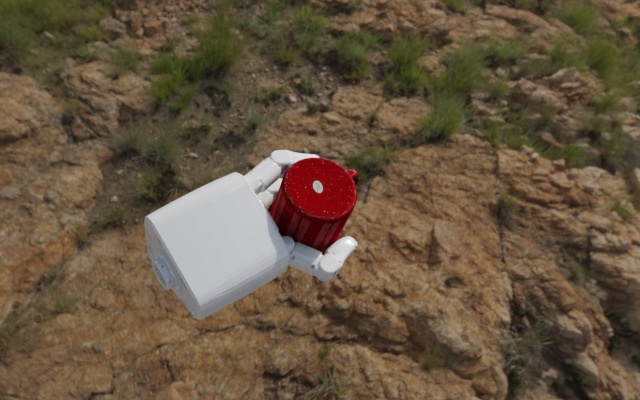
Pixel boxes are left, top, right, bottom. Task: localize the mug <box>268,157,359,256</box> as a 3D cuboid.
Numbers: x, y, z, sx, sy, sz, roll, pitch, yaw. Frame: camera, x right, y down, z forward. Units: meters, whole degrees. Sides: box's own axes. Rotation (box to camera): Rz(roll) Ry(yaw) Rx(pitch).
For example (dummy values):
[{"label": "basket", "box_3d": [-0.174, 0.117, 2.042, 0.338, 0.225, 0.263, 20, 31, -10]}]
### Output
[{"label": "mug", "box_3d": [0.001, 0.001, 0.530, 0.117, 0.093, 0.081, -31, -19, -30]}]
